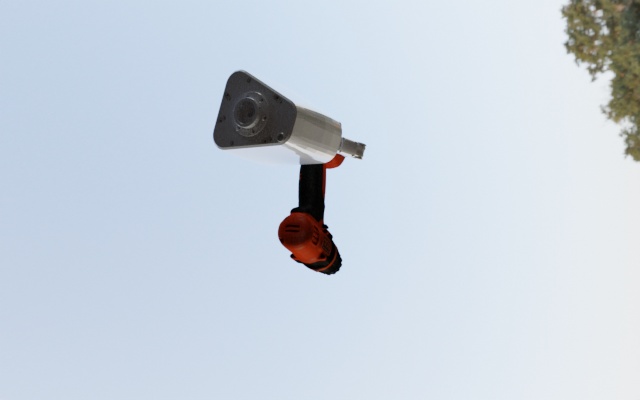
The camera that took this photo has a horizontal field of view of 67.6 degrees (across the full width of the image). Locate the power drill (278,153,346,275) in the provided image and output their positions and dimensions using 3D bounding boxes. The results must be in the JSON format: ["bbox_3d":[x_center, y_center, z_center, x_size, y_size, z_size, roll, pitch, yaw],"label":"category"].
[{"bbox_3d":[0.000,0.002,0.662,0.057,0.187,0.184,-1,-20,15],"label":"power drill"}]
